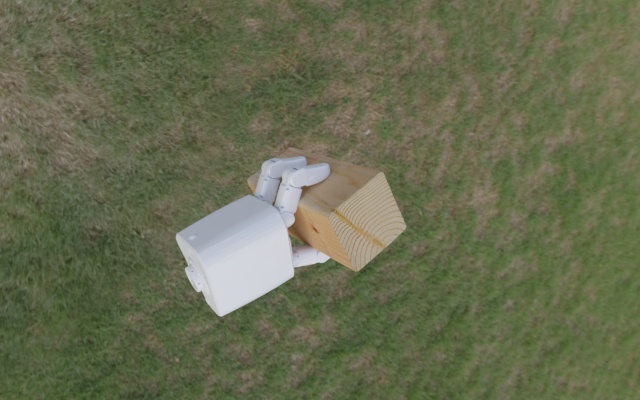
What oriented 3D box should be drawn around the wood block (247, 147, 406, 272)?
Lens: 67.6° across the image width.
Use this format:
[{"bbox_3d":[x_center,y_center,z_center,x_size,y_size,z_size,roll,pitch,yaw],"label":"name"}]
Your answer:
[{"bbox_3d":[0.000,0.003,0.632,0.090,0.091,0.206,-39,32,-19],"label":"wood block"}]
